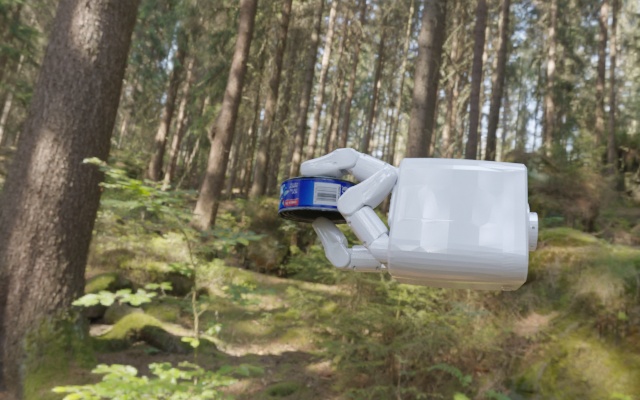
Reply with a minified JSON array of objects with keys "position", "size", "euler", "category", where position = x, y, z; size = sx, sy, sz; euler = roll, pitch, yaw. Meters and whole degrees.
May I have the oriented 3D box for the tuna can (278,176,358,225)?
[{"position":[0.000,0.001,0.489],"size":[0.086,0.033,0.086],"euler":[3,-12,1],"category":"tuna can"}]
